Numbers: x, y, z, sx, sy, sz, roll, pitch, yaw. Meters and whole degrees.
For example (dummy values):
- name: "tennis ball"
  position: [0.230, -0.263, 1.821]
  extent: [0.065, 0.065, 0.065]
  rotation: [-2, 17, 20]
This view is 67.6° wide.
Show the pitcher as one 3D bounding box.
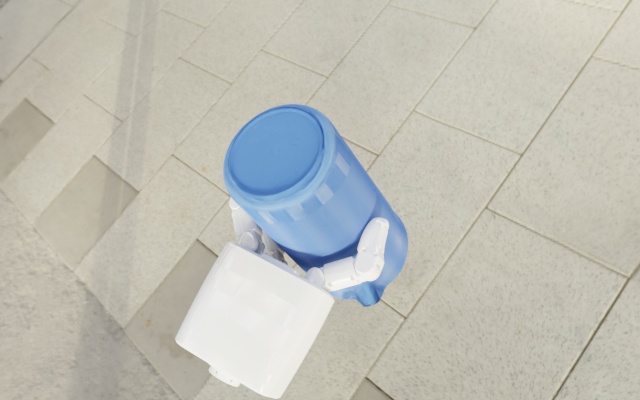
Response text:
- name: "pitcher"
  position: [0.000, 0.002, 0.507]
  extent: [0.149, 0.145, 0.243]
  rotation: [21, -16, 30]
